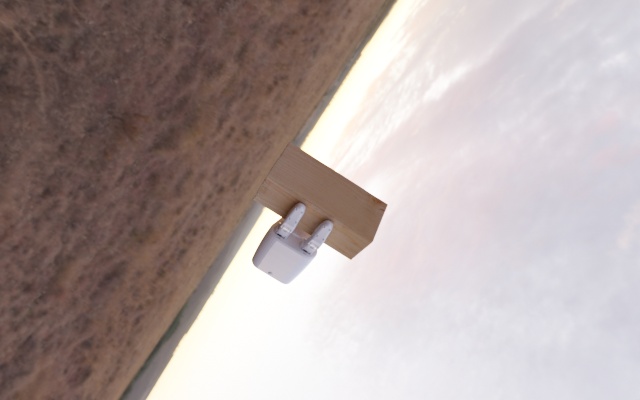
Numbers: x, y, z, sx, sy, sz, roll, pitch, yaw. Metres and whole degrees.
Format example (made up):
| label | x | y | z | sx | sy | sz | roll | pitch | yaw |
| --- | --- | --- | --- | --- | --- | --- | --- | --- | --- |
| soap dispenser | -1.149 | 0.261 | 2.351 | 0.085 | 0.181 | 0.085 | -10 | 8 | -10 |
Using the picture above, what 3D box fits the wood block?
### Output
| label | x | y | z | sx | sy | sz | roll | pitch | yaw |
| --- | --- | --- | --- | --- | --- | --- | --- | --- | --- |
| wood block | 0.000 | 0.003 | 0.842 | 0.206 | 0.090 | 0.090 | 32 | -37 | -6 |
